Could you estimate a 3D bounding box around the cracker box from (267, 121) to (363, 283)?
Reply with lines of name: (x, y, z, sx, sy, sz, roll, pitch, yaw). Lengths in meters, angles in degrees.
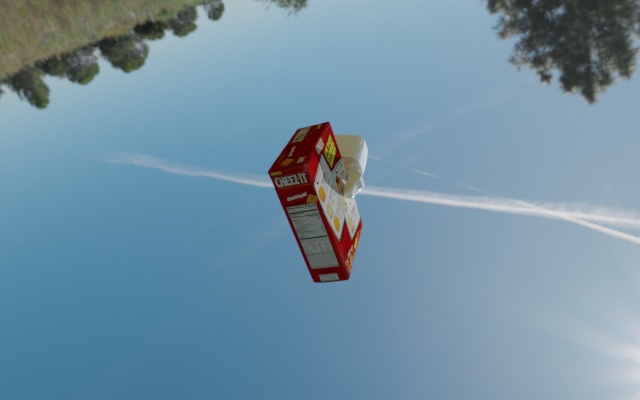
cracker box: (0.000, 0.003, 0.789, 0.072, 0.214, 0.164, -11, 27, 20)
